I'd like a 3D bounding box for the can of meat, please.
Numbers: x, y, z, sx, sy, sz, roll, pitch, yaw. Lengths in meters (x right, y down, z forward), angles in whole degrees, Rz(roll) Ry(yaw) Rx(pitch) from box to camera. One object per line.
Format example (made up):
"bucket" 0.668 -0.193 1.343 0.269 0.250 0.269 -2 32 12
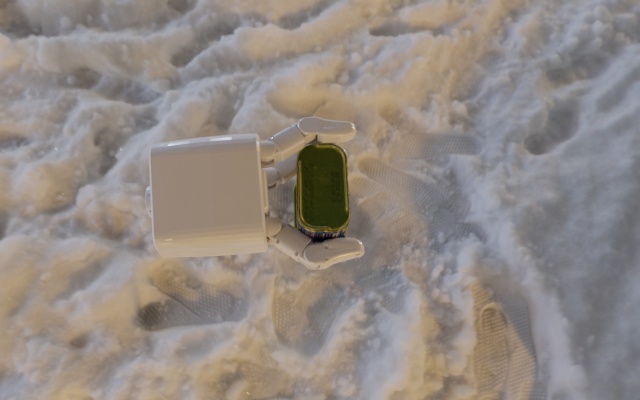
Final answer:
"can of meat" 0.000 0.002 0.505 0.057 0.102 0.084 -1 -24 -4
